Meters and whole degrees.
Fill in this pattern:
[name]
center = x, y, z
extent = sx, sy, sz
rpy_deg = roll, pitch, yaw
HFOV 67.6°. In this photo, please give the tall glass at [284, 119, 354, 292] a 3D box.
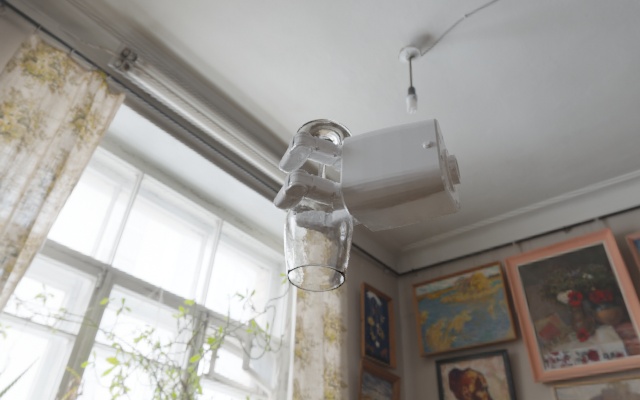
[tall glass]
center = 0.000, 0.001, 0.558
extent = 0.079, 0.201, 0.079
rpy_deg = 3, -35, 2
